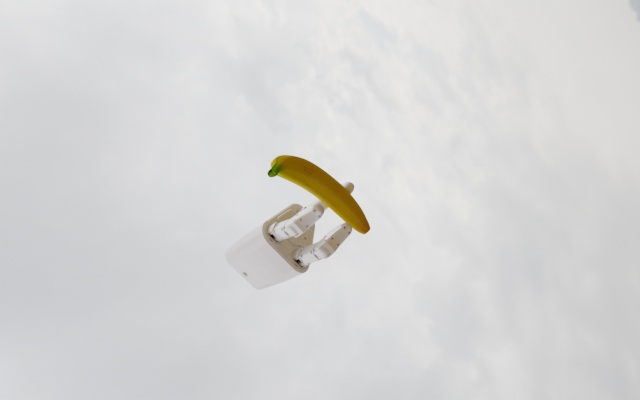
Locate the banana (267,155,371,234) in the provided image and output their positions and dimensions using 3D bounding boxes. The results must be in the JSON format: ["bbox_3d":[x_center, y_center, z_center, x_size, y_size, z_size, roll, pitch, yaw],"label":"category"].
[{"bbox_3d":[-0.003,-0.014,0.666,0.037,0.069,0.198,-31,-45,34],"label":"banana"}]
